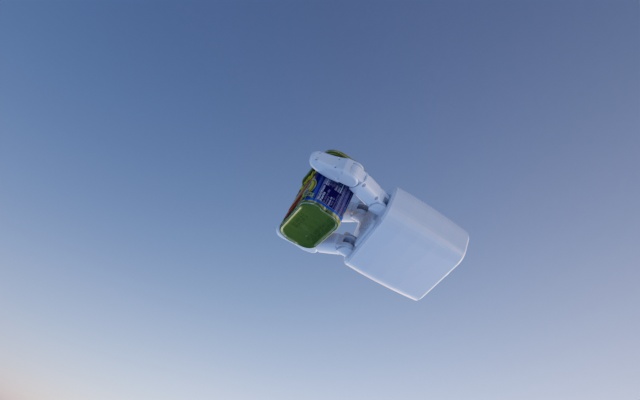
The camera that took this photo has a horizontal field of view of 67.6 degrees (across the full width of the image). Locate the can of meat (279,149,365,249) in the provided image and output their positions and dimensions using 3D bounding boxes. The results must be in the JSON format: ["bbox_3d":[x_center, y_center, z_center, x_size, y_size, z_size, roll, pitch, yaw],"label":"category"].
[{"bbox_3d":[0.000,0.002,0.575,0.057,0.084,0.102,32,-36,-8],"label":"can of meat"}]
